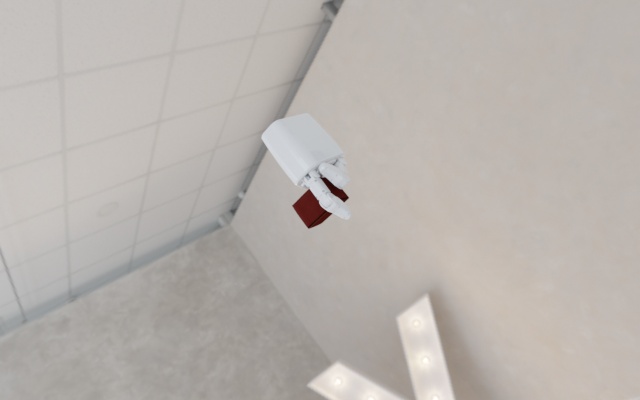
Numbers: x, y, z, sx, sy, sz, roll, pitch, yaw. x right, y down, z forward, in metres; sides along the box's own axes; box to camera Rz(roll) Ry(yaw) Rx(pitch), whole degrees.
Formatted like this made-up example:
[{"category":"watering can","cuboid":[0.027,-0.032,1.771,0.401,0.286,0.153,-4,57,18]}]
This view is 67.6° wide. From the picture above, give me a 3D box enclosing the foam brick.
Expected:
[{"category":"foam brick","cuboid":[0.000,0.003,0.832,0.078,0.051,0.053,-44,-12,23]}]
